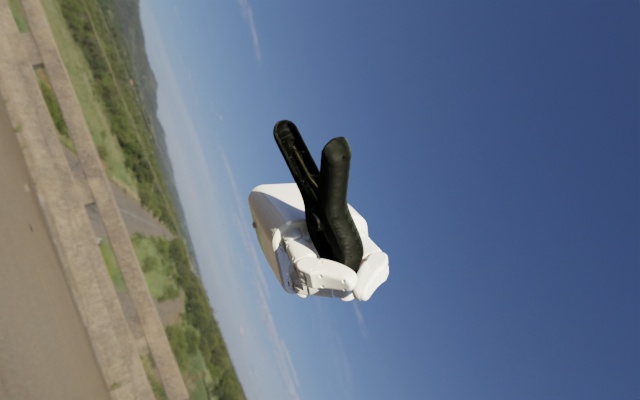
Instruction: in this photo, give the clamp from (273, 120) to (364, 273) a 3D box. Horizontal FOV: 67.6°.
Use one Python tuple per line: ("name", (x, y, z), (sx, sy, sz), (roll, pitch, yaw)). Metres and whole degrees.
("clamp", (0.001, 0.001, 0.461), (0.039, 0.172, 0.120), (-20, 33, -17))
